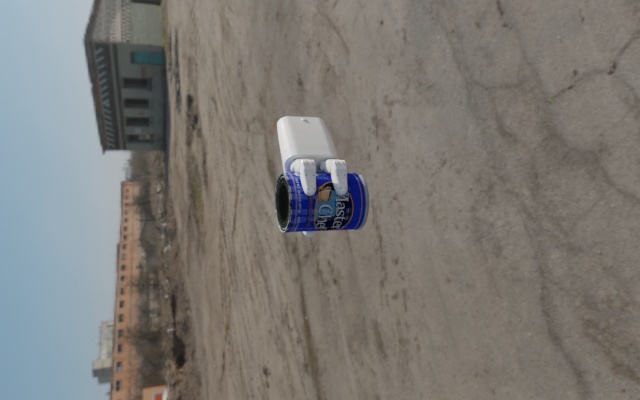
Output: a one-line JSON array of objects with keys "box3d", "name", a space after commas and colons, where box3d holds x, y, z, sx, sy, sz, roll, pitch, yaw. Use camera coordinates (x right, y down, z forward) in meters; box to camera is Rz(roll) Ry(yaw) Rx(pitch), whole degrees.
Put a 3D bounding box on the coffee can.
[{"box3d": [0.000, 0.003, 0.830, 0.140, 0.103, 0.103, -1, 0, -19], "name": "coffee can"}]
